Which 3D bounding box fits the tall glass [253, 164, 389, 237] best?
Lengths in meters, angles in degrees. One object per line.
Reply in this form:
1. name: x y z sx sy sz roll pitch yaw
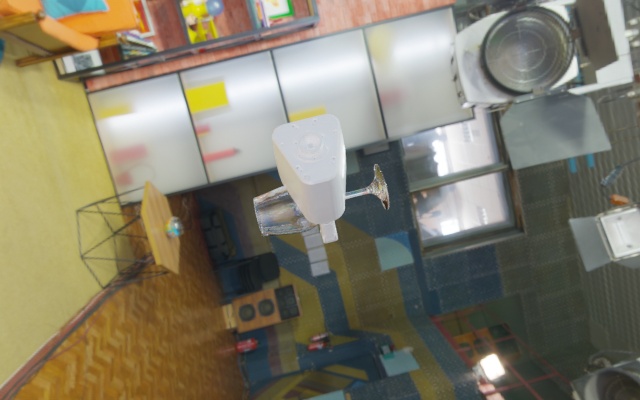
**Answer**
1. tall glass: 0.001 0.002 0.745 0.201 0.079 0.079 -14 1 -2
